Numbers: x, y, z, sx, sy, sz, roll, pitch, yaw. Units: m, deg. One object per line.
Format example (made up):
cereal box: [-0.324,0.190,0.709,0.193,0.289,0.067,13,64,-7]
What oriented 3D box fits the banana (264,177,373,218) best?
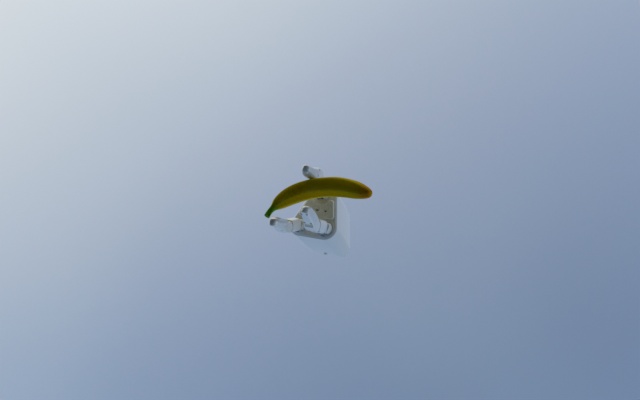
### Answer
banana: [-0.004,-0.012,0.862,0.198,0.069,0.037,-13,-36,13]
